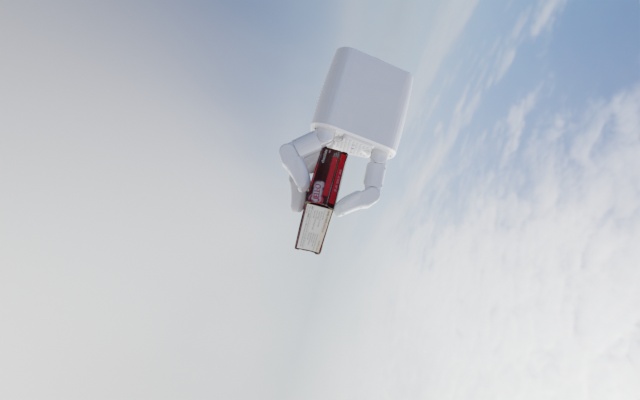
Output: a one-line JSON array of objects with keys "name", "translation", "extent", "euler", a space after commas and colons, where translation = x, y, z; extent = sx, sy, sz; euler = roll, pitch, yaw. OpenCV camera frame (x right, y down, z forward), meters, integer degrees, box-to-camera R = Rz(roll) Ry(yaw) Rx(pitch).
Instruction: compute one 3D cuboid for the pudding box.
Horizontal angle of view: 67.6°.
[{"name": "pudding box", "translation": [0.000, 0.002, 0.600], "extent": [0.039, 0.090, 0.114], "euler": [15, -36, 2]}]
